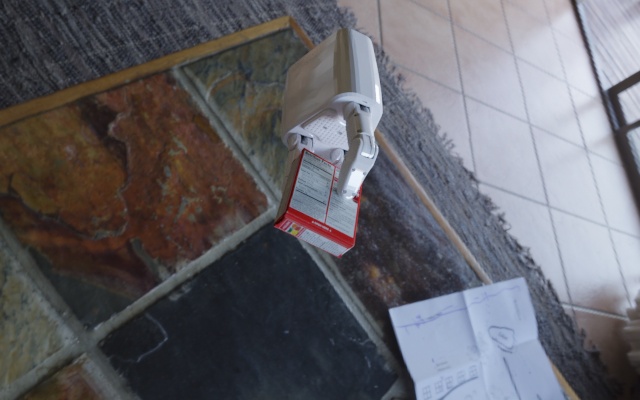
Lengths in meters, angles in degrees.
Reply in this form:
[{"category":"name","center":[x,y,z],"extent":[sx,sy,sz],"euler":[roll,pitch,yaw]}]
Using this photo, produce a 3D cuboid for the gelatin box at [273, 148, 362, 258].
[{"category":"gelatin box","center":[0.000,0.002,0.465],"extent":[0.073,0.089,0.030],"euler":[27,-44,-17]}]
